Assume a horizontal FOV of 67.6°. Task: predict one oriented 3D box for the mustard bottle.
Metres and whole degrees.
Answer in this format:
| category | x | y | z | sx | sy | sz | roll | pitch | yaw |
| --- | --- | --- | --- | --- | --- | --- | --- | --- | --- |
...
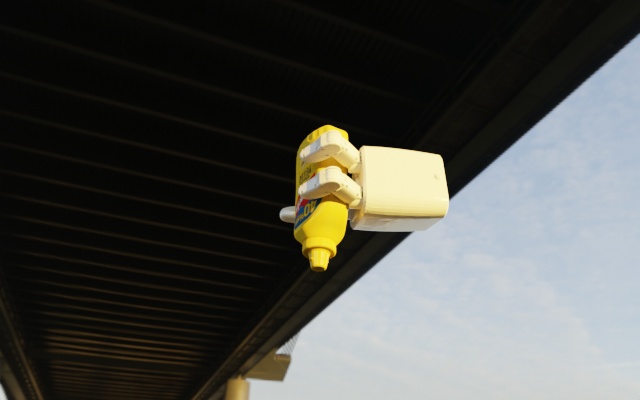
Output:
| category | x | y | z | sx | sy | sz | roll | pitch | yaw |
| --- | --- | --- | --- | --- | --- | --- | --- | --- | --- |
| mustard bottle | 0.000 | 0.002 | 0.621 | 0.058 | 0.191 | 0.096 | 19 | -37 | -25 |
